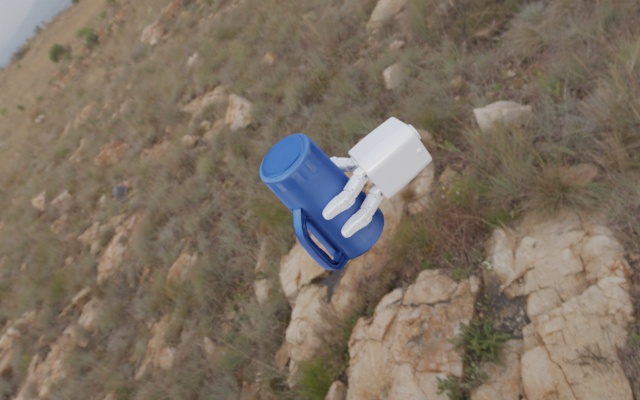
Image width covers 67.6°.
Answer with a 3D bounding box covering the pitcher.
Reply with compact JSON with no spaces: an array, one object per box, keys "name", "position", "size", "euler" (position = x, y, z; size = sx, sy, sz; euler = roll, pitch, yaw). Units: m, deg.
[{"name":"pitcher","position":[0.000,0.003,0.865],"size":[0.243,0.145,0.149],"euler":[46,9,-36]}]
